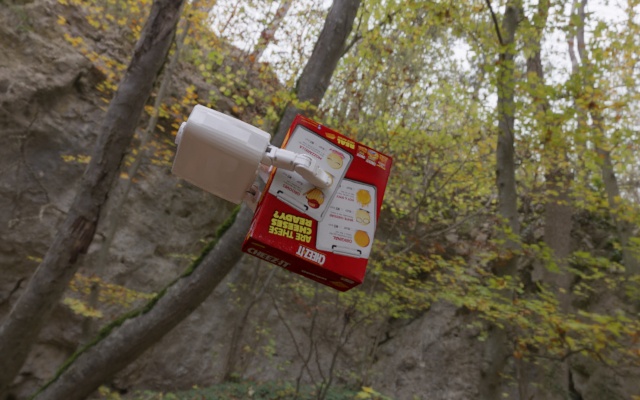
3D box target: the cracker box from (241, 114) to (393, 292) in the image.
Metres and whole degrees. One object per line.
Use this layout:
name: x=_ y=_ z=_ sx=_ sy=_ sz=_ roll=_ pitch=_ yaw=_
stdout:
cracker box: x=0.000 y=0.002 z=0.692 sx=0.164 sy=0.213 sz=0.072 roll=24 pitch=-30 yaw=-10
